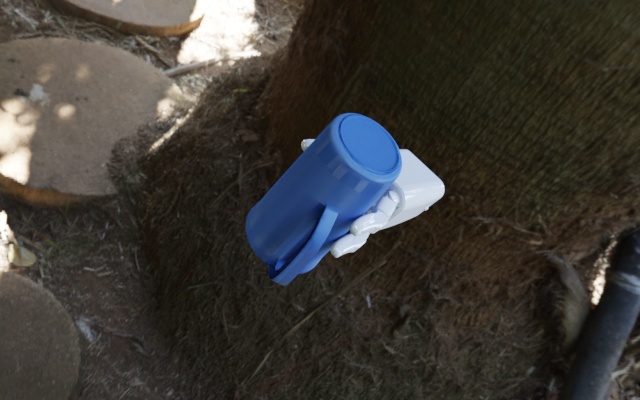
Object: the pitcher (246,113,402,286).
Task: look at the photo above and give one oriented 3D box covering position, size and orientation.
[{"bbox_3d":[0.000,0.002,0.660,0.145,0.149,0.243,-13,-24,-41],"label":"pitcher"}]
